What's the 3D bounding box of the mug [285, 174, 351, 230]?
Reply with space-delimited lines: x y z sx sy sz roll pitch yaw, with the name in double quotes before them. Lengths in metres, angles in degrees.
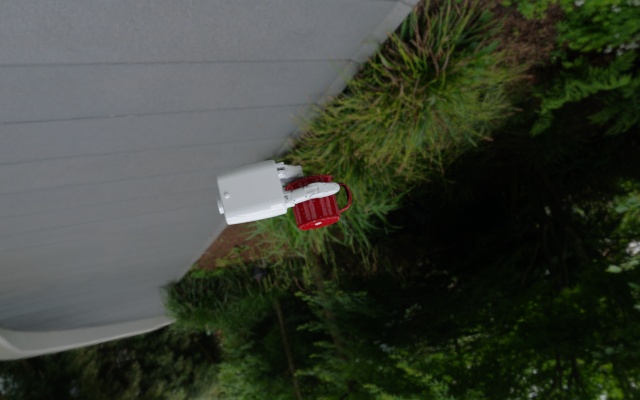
"mug" 0.002 0.003 0.885 0.117 0.081 0.093 -13 -12 -6
